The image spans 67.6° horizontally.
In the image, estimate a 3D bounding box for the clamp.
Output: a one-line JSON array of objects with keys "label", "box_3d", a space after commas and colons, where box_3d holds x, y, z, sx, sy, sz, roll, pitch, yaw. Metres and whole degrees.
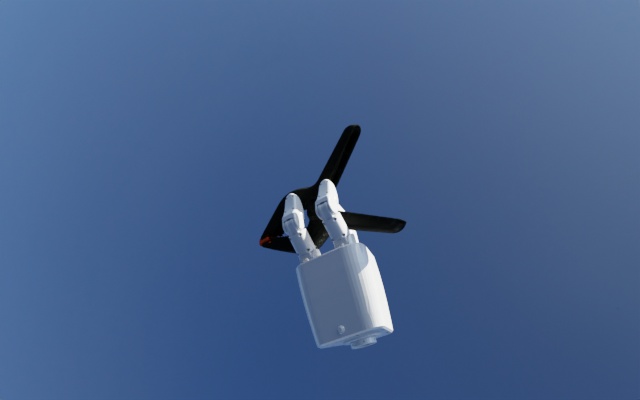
[{"label": "clamp", "box_3d": [0.000, 0.003, 0.653, 0.210, 0.164, 0.036, -26, -27, 25]}]
